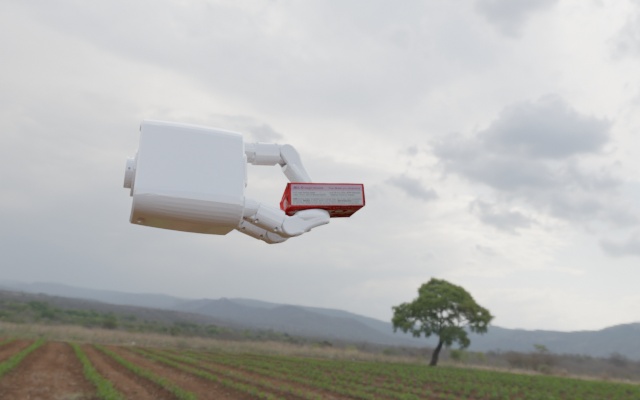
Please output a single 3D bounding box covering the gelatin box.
[{"bbox_3d":[0.000,0.001,0.556,0.089,0.030,0.073,-1,-12,-11],"label":"gelatin box"}]
